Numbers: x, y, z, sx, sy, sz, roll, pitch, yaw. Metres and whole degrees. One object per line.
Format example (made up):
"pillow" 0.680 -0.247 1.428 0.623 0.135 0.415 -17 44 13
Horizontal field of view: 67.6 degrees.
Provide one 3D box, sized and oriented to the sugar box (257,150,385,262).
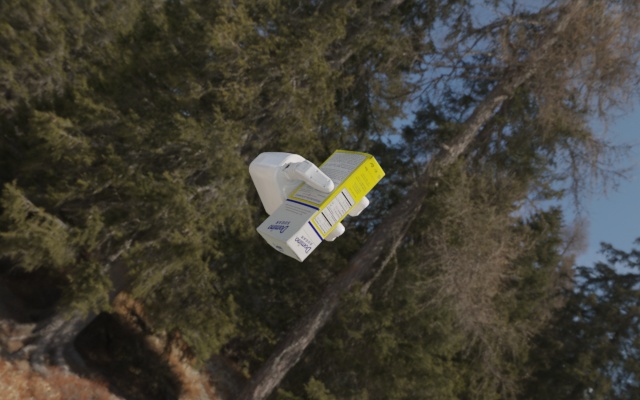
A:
"sugar box" 0.000 0.003 0.677 0.048 0.176 0.093 52 -18 -28
